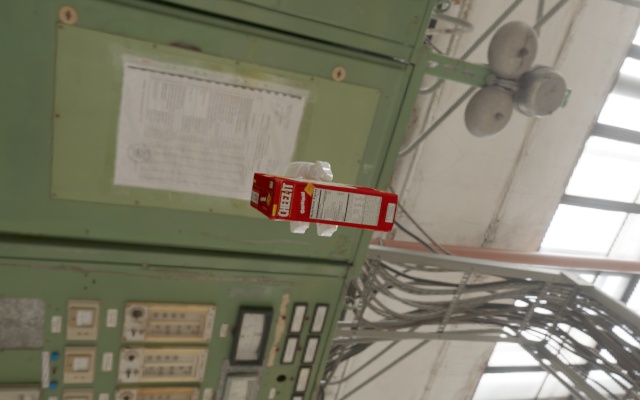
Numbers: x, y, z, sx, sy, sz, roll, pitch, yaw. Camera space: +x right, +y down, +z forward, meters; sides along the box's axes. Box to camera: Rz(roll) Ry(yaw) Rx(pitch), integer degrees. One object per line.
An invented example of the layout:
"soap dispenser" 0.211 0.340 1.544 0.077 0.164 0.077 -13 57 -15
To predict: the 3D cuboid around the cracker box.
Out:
"cracker box" 0.000 0.003 0.826 0.214 0.072 0.164 7 4 -20
